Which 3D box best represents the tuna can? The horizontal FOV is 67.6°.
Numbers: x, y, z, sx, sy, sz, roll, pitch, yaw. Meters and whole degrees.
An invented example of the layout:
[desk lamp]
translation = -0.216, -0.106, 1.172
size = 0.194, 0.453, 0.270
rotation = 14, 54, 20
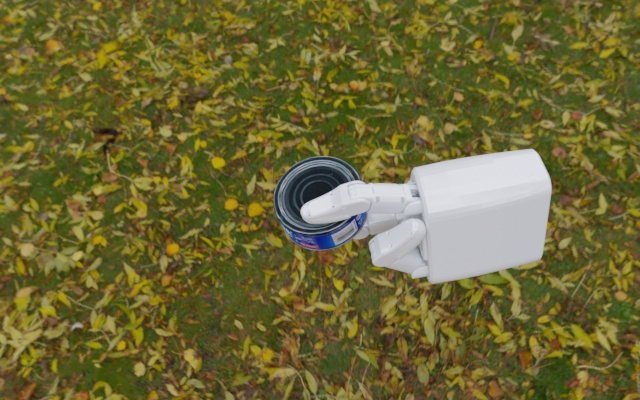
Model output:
[tuna can]
translation = 0.000, 0.001, 0.445
size = 0.086, 0.086, 0.034
rotation = 0, -29, 14
